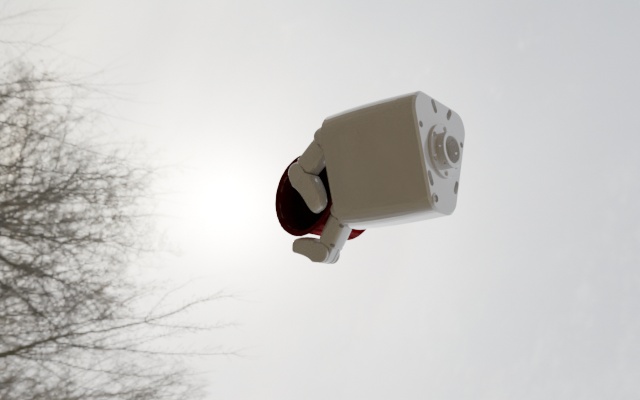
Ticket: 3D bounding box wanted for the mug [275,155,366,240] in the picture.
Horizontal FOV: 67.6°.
[{"bbox_3d":[-0.001,0.002,0.551,0.117,0.093,0.081,-7,-17,44],"label":"mug"}]
